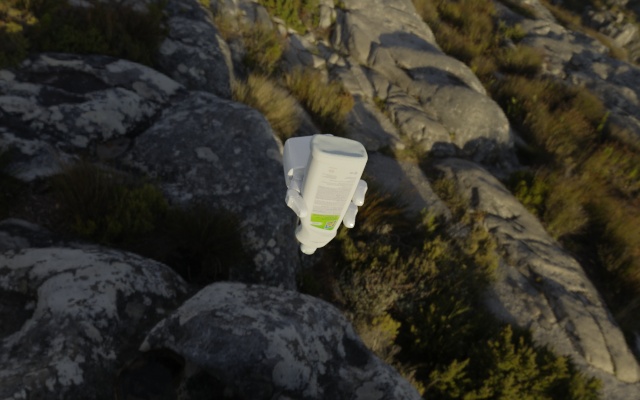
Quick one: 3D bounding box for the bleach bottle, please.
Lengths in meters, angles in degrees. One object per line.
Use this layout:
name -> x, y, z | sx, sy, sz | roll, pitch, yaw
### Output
bleach bottle -> 0.000, 0.003, 0.875 | 0.102, 0.251, 0.068 | 7, 40, -16
